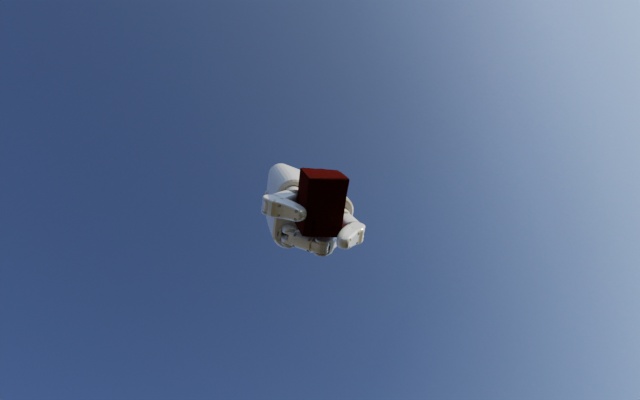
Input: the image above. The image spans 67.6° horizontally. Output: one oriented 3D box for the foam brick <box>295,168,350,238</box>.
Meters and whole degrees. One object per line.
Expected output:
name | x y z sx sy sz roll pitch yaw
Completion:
foam brick | 0.000 0.002 0.600 0.053 0.078 0.051 3 18 -15
